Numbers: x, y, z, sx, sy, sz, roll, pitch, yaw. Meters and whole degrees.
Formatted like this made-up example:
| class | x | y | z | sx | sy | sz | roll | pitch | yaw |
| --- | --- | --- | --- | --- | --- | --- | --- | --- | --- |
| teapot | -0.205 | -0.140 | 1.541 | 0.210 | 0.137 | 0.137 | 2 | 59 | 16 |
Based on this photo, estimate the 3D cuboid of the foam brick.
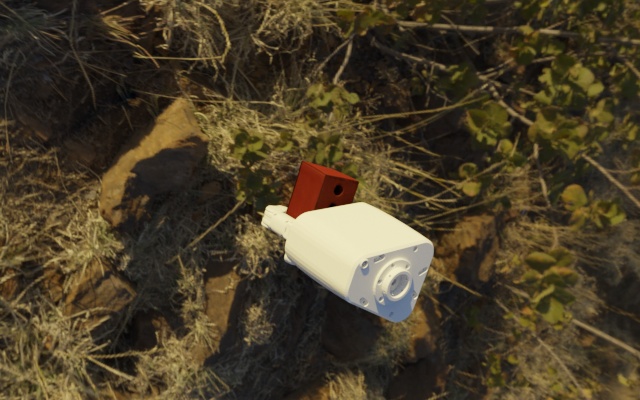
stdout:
| class | x | y | z | sx | sy | sz | roll | pitch | yaw |
| --- | --- | --- | --- | --- | --- | --- | --- | --- | --- |
| foam brick | 0.000 | 0.001 | 0.550 | 0.053 | 0.078 | 0.051 | 10 | 12 | -38 |
